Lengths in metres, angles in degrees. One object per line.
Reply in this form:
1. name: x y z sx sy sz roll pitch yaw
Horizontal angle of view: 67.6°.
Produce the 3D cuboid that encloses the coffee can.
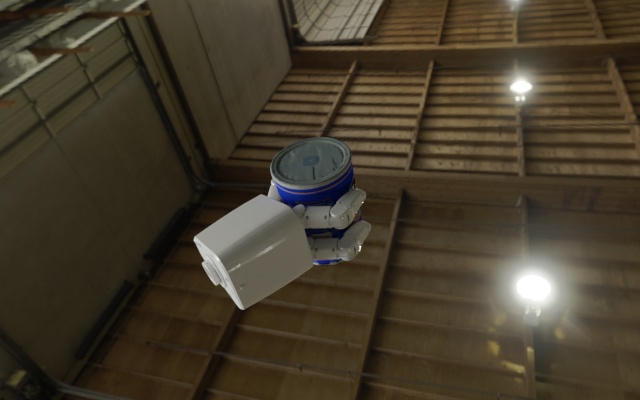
1. coffee can: 0.000 0.002 0.636 0.103 0.140 0.102 -8 39 7
